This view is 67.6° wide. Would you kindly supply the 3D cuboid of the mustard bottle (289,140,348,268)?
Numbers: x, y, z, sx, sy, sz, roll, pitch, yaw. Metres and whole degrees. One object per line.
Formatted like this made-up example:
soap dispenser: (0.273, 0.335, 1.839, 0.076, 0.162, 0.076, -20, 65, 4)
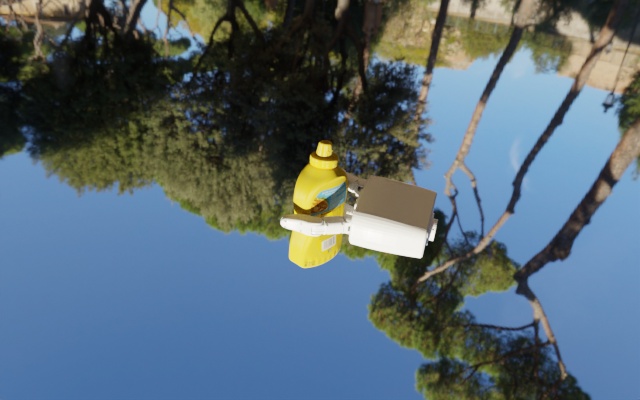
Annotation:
mustard bottle: (0.000, 0.002, 0.719, 0.058, 0.192, 0.096, 28, 35, 35)
